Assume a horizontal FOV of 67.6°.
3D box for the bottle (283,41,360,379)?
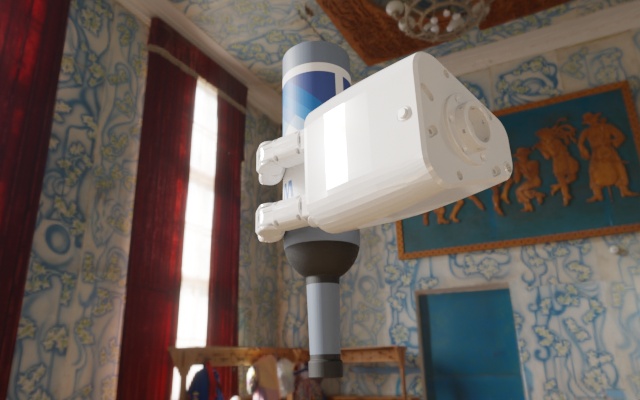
[{"bbox_3d":[0.000,0.001,0.425,0.069,0.295,0.069,-2,-19,-1],"label":"bottle"}]
